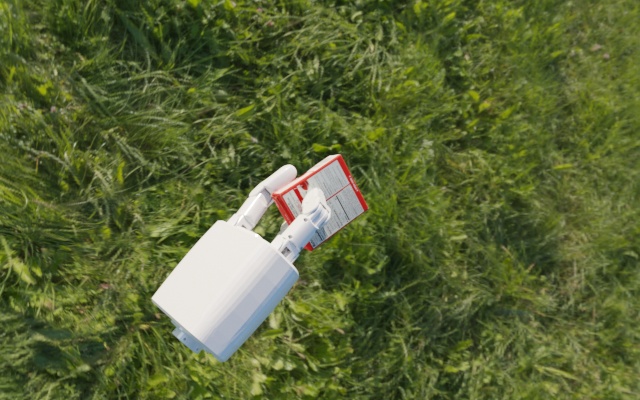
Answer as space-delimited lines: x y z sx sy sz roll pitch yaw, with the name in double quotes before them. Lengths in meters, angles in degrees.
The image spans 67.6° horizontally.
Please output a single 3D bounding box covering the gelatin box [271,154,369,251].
"gelatin box" 0.001 0.002 0.534 0.089 0.073 0.030 -35 16 -20
